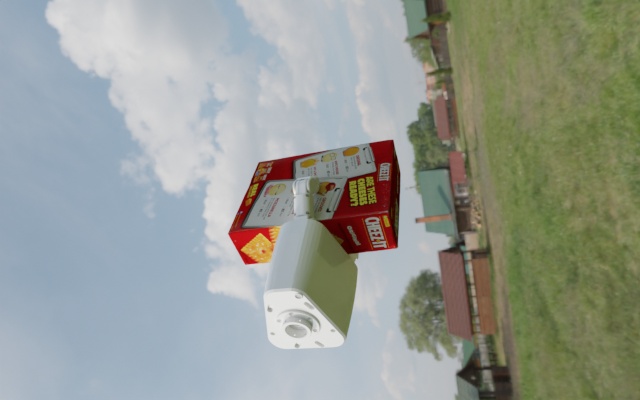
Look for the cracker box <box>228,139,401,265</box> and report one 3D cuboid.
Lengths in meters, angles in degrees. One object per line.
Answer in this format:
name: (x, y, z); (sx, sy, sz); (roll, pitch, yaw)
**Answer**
cracker box: (0.000, 0.002, 0.662); (0.214, 0.072, 0.164); (-8, 37, 17)
